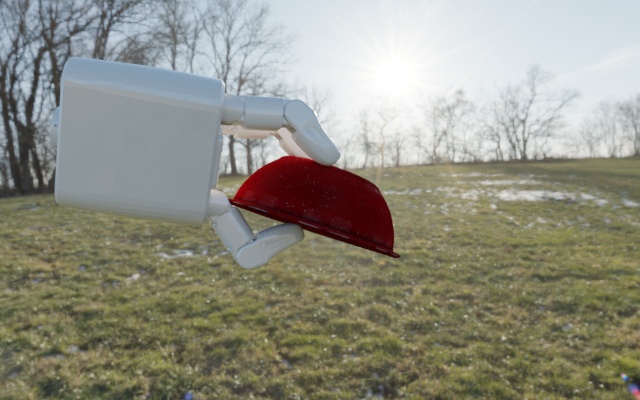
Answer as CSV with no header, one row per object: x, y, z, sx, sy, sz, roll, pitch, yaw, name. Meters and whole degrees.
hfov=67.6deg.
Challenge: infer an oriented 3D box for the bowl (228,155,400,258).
0.001,0.001,0.425,0.162,0.055,0.162,18,-5,2,bowl
